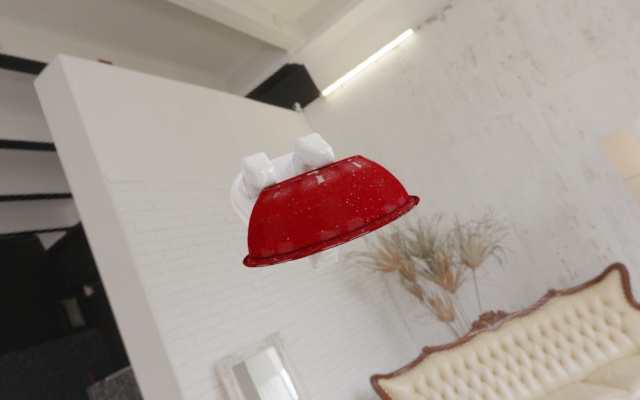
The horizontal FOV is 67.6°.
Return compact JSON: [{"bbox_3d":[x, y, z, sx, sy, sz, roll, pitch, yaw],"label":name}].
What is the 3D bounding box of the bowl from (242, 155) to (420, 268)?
[{"bbox_3d":[0.001,0.001,0.412,0.162,0.055,0.162,-20,5,2],"label":"bowl"}]
